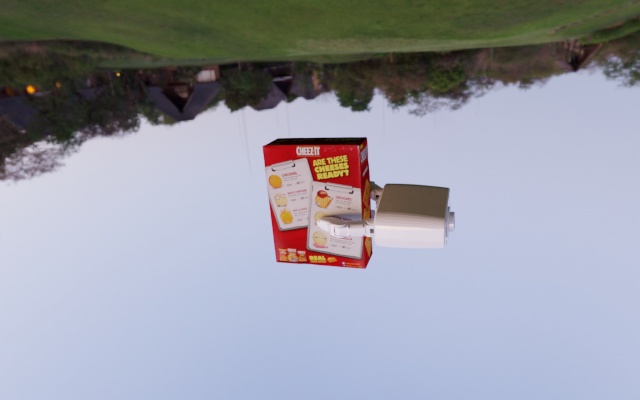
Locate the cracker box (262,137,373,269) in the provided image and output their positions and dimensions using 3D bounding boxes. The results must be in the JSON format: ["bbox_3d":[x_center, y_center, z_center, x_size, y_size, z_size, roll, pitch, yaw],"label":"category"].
[{"bbox_3d":[0.000,0.003,0.809,0.164,0.214,0.072,2,20,18],"label":"cracker box"}]
